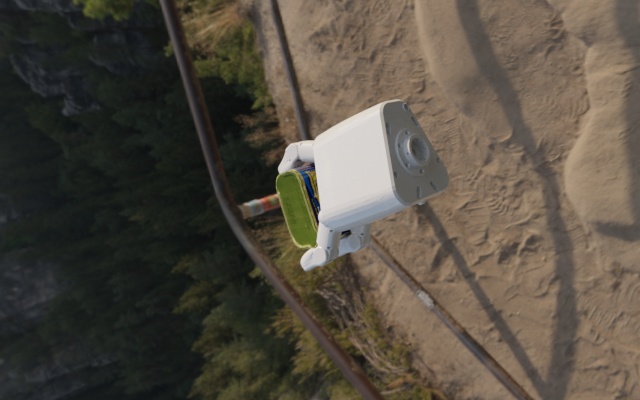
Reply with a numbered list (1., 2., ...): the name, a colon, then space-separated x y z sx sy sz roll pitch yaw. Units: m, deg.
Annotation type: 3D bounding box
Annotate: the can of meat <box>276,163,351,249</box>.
1. can of meat: 0.000 0.002 0.589 0.084 0.102 0.057 -19 2 -41
